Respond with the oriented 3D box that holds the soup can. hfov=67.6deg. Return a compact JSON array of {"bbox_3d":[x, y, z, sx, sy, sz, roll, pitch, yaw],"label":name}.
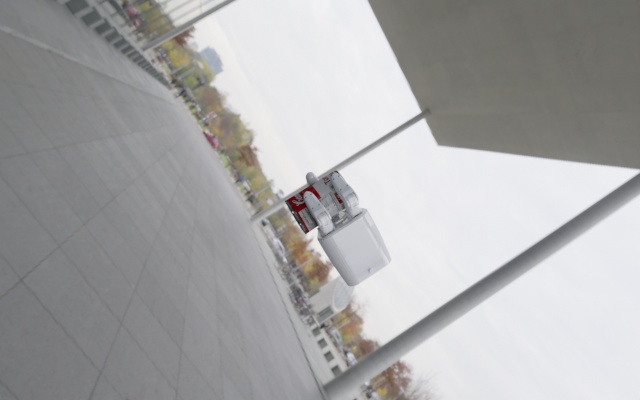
[{"bbox_3d":[0.000,0.002,0.812,0.102,0.068,0.068,-32,4,-6],"label":"soup can"}]
